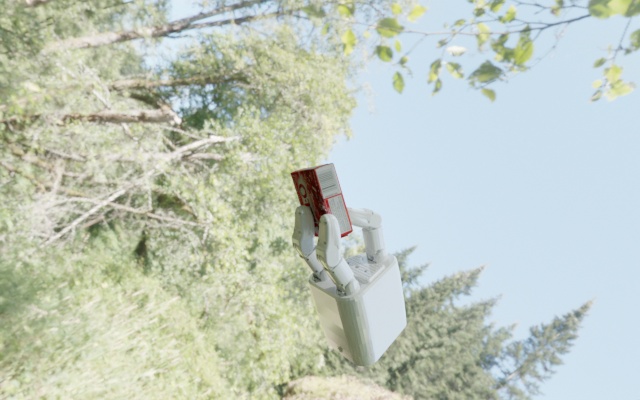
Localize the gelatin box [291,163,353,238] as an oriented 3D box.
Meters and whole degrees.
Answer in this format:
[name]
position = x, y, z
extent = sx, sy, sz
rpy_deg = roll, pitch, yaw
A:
[gelatin box]
position = 0.000, 0.001, 0.587
extent = 0.030, 0.089, 0.073
rpy_deg = -20, 8, -24
